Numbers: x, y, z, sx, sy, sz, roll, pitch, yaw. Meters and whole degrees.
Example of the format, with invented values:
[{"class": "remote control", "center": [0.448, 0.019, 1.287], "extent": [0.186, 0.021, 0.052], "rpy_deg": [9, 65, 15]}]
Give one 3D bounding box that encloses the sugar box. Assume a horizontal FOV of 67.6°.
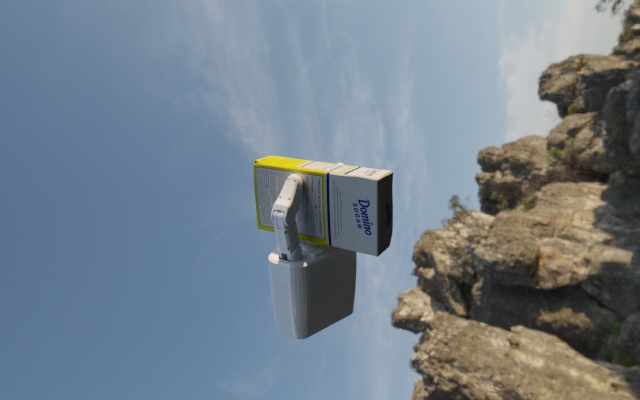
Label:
[{"class": "sugar box", "center": [0.000, 0.002, 0.575], "extent": [0.176, 0.093, 0.048], "rpy_deg": [10, 22, 30]}]
